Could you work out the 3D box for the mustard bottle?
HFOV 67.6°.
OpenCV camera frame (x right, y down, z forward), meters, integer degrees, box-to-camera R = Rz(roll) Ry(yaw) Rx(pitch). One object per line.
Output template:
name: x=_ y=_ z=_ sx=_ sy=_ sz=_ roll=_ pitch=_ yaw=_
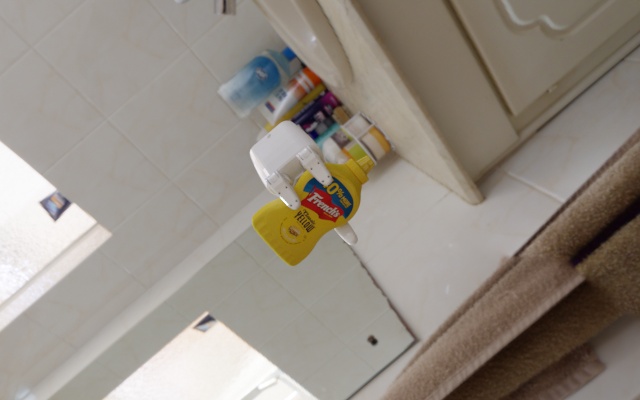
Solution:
mustard bottle: x=0.000 y=0.003 z=0.695 sx=0.191 sy=0.096 sz=0.058 roll=-40 pitch=16 yaw=2
